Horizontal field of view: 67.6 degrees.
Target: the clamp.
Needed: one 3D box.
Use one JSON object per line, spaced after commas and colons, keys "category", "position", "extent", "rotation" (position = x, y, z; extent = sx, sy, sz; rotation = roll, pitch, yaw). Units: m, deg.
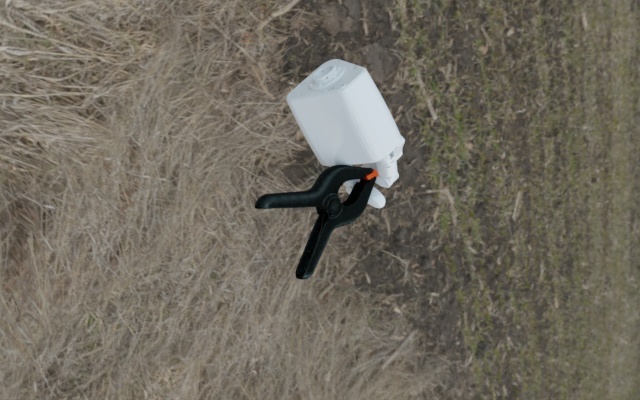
{"category": "clamp", "position": [0.001, 0.002, 0.600], "extent": [0.171, 0.120, 0.039], "rotation": [-47, 33, -22]}
